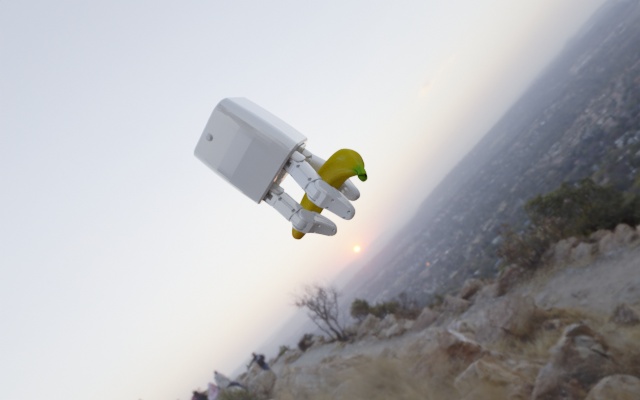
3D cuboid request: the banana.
[{"bbox_3d":[0.006,-0.014,0.620,0.037,0.069,0.198,26,-35,-12],"label":"banana"}]
